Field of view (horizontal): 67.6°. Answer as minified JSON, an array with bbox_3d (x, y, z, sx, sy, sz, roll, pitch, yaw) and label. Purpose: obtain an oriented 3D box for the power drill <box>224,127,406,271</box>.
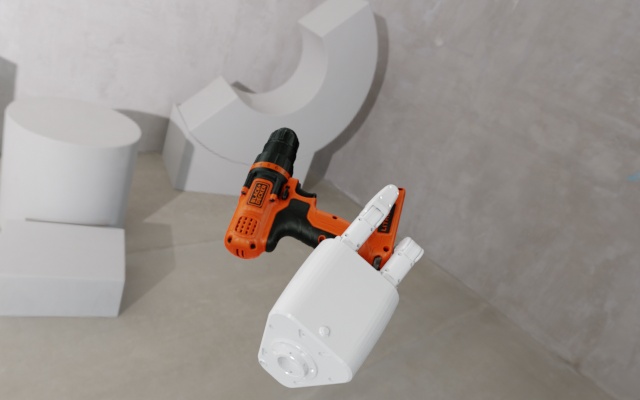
[{"bbox_3d":[0.000,0.002,0.563,0.187,0.184,0.057,14,-31,6],"label":"power drill"}]
